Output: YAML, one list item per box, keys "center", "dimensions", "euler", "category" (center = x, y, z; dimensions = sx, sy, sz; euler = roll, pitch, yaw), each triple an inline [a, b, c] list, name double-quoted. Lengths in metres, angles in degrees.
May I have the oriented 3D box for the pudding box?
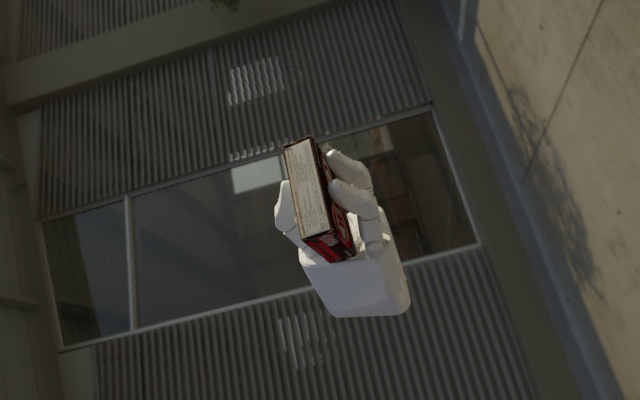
- center: [0.000, 0.002, 0.509]
  dimensions: [0.039, 0.113, 0.090]
  euler: [-20, -27, 10]
  category: "pudding box"
